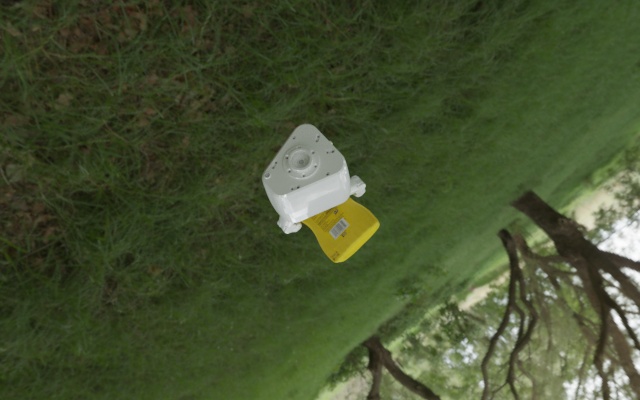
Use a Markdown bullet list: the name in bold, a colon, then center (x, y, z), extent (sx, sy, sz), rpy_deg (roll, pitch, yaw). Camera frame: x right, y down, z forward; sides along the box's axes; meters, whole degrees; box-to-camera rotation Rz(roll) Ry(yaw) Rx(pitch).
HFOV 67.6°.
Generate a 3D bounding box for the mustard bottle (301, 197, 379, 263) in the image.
- **mustard bottle**: center (0.000, 0.003, 0.784), extent (0.096, 0.191, 0.058), rpy_deg (-47, -18, 15)
